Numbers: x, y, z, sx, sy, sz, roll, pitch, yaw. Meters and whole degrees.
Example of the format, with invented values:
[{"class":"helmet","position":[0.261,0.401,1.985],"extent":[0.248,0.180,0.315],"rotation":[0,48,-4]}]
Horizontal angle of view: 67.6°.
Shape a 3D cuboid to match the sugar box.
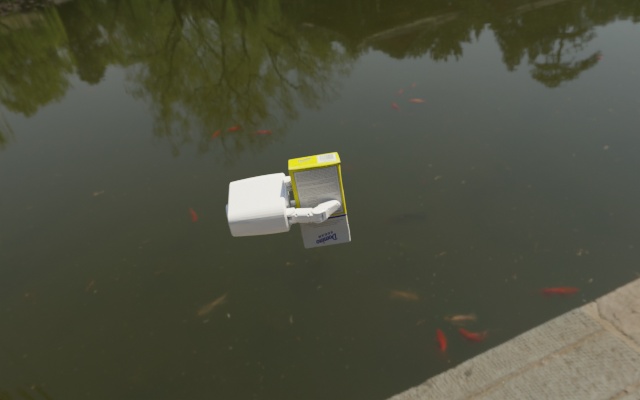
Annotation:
[{"class":"sugar box","position":[0.000,0.003,0.897],"extent":[0.093,0.176,0.048],"rotation":[-8,33,1]}]
